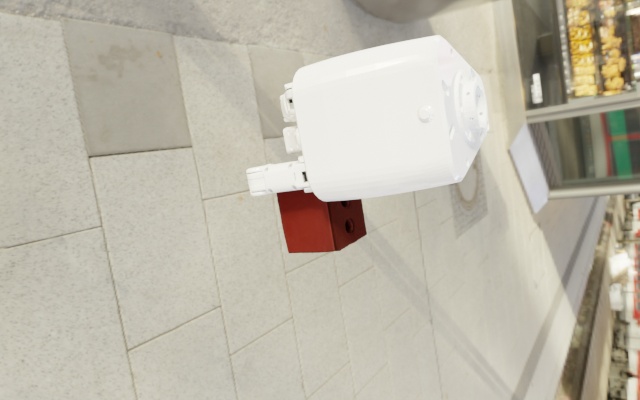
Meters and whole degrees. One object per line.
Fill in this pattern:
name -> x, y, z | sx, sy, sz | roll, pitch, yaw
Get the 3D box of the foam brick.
foam brick -> 0.000, 0.002, 0.404 | 0.051, 0.078, 0.053 | -6, 9, 33
